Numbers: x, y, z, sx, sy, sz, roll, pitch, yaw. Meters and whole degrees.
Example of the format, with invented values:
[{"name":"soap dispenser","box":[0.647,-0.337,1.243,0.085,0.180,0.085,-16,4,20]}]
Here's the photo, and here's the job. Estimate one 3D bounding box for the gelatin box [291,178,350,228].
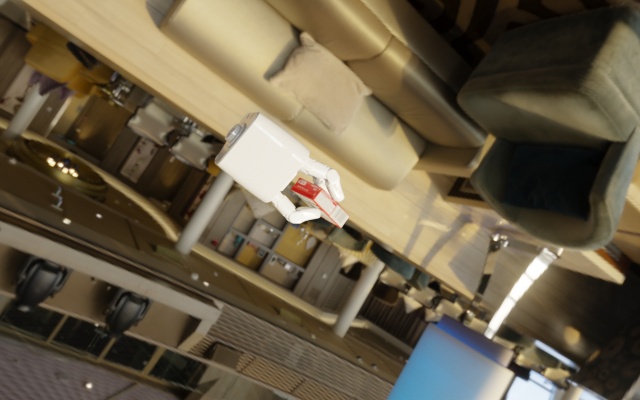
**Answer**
[{"name":"gelatin box","box":[0.000,0.003,0.837,0.089,0.030,0.073,45,-11,-35]}]
